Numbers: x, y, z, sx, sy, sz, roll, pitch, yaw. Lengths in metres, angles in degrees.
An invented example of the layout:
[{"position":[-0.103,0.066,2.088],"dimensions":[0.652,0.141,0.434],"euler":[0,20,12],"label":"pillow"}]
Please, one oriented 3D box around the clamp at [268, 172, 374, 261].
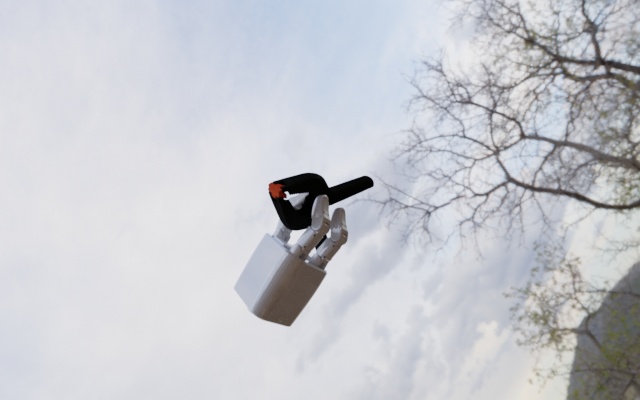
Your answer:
[{"position":[-0.001,0.002,0.754],"dimensions":[0.036,0.164,0.210],"euler":[32,-1,39],"label":"clamp"}]
